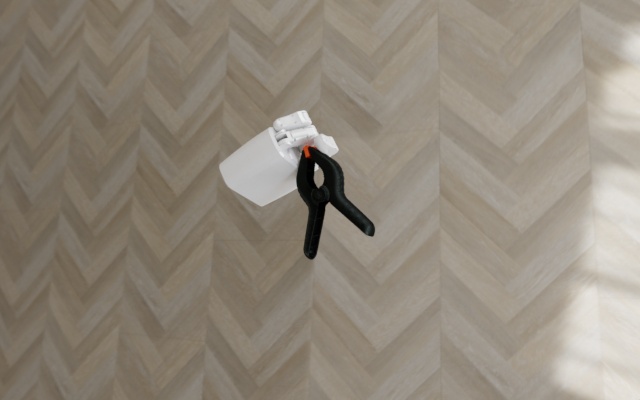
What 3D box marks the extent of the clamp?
[{"bbox_3d":[0.000,0.002,0.721,0.120,0.171,0.039,-31,-20,19],"label":"clamp"}]
